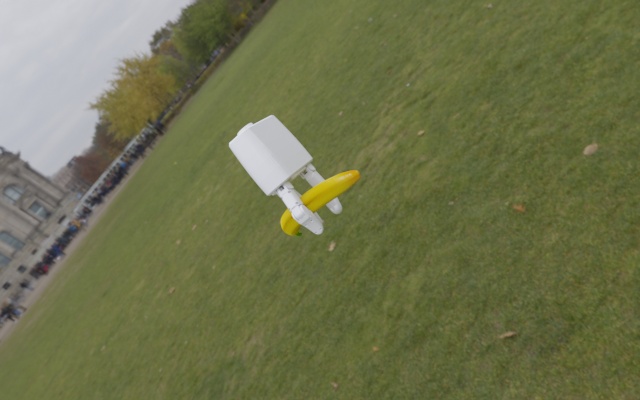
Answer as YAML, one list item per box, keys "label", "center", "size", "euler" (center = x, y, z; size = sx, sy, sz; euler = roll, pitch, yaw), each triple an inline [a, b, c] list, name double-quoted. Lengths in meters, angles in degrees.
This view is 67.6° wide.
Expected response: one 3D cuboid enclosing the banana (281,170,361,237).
- label: "banana"
  center: [-0.014, 0.008, 0.801]
  size: [0.069, 0.037, 0.198]
  euler: [-15, -21, -46]
